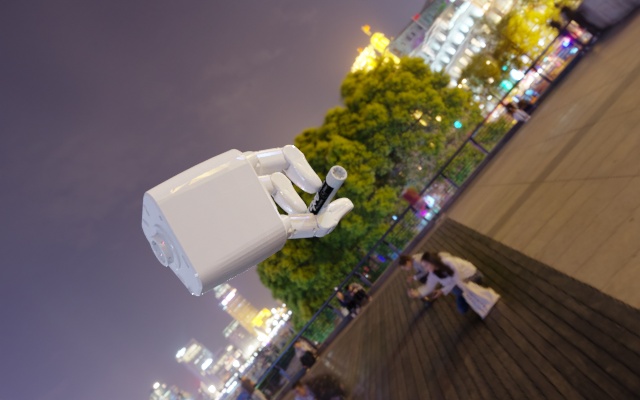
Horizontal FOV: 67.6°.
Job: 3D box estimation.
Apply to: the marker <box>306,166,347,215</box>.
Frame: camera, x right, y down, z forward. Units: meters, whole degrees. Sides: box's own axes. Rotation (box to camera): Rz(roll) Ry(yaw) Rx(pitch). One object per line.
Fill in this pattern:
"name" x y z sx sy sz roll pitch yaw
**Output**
"marker" 0.000 0.002 0.543 0.020 0.020 0.121 0 -30 -22
